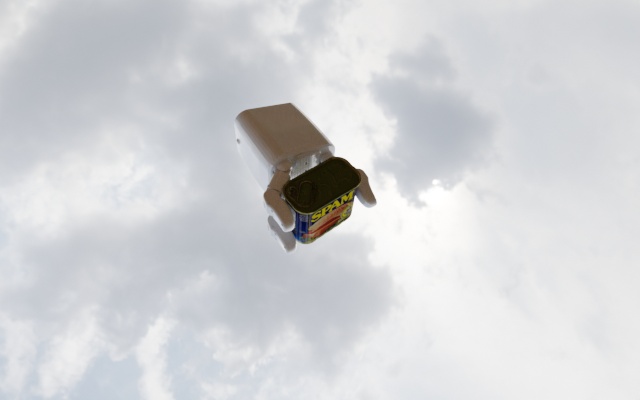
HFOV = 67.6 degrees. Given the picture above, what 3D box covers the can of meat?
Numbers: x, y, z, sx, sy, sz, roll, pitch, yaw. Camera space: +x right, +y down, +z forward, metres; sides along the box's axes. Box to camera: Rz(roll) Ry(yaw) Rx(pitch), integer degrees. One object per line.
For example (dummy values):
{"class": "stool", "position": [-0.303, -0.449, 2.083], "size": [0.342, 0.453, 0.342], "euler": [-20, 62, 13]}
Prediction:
{"class": "can of meat", "position": [0.000, 0.002, 0.637], "size": [0.102, 0.057, 0.084], "euler": [-31, -27, -22]}
